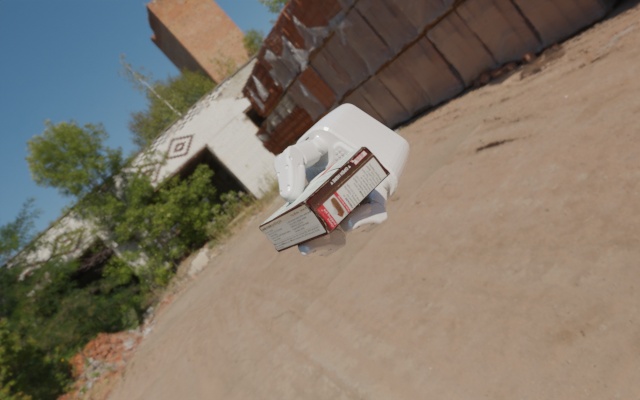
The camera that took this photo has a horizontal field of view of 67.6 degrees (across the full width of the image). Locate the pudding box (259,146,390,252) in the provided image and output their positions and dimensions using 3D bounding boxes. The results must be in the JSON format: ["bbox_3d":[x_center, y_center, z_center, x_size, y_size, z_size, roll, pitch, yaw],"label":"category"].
[{"bbox_3d":[0.000,0.001,0.455,0.090,0.039,0.113,-44,7,-29],"label":"pudding box"}]
